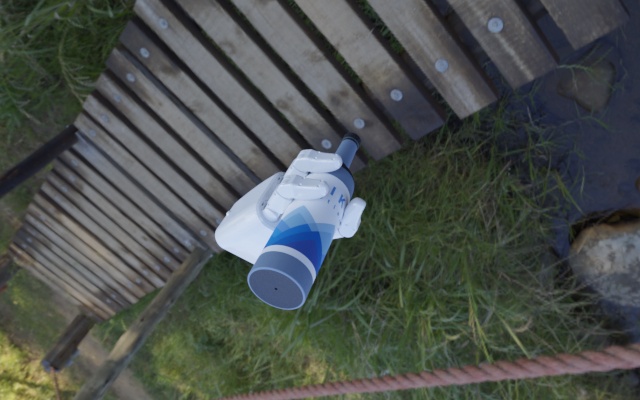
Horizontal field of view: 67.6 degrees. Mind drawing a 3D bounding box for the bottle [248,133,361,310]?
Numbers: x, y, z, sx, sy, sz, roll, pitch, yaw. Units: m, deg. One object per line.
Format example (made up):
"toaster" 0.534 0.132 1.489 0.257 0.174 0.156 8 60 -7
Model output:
"bottle" 0.000 0.002 0.609 0.069 0.069 0.295 0 39 24
